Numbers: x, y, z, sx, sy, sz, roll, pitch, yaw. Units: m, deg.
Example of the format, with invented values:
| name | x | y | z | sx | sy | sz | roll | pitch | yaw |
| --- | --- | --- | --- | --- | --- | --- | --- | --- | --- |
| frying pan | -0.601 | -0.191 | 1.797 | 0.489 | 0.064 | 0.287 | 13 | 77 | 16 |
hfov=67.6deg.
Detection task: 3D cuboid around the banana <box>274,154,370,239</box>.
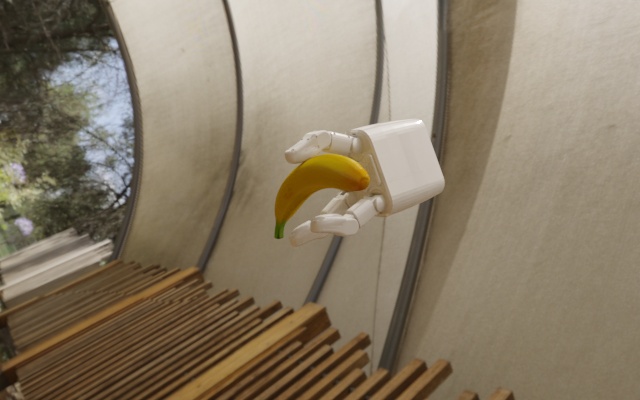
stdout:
| name | x | y | z | sx | sy | sz | roll | pitch | yaw |
| --- | --- | --- | --- | --- | --- | --- | --- | --- | --- |
| banana | -0.007 | -0.015 | 0.545 | 0.037 | 0.069 | 0.198 | -9 | -14 | -33 |
